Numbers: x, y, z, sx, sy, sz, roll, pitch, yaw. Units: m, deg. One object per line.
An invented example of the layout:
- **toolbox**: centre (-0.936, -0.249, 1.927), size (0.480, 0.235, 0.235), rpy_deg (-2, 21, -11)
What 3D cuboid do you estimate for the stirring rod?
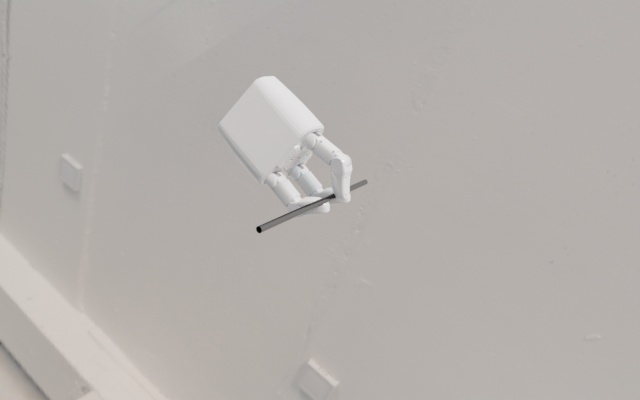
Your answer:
- **stirring rod**: centre (0.000, 0.002, 0.605), size (0.011, 0.011, 0.239), rpy_deg (0, 14, 34)
